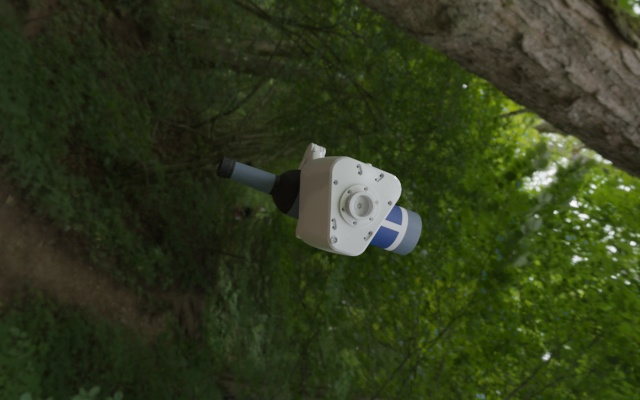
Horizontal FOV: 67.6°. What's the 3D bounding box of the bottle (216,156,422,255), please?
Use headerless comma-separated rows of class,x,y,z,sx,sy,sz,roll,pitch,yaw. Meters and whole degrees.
bottle,0.000,0.002,0.668,0.296,0.069,0.069,20,-6,-18
